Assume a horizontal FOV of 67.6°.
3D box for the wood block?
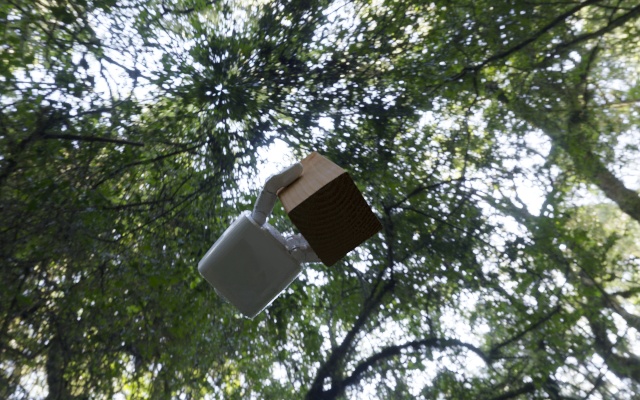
[{"bbox_3d":[0.000,0.002,0.674,0.090,0.091,0.206,-36,17,-2],"label":"wood block"}]
